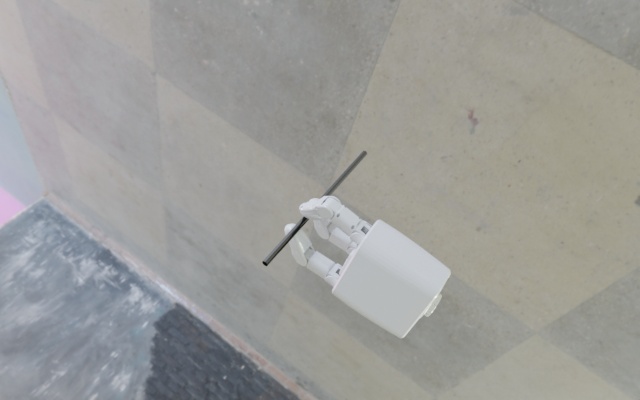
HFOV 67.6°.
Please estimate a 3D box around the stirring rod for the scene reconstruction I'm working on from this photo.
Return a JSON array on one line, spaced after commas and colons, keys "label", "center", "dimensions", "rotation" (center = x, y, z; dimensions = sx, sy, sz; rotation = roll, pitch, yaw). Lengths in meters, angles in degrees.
[{"label": "stirring rod", "center": [0.000, 0.002, 0.628], "dimensions": [0.011, 0.011, 0.239], "rotation": [0, 37, 42]}]
